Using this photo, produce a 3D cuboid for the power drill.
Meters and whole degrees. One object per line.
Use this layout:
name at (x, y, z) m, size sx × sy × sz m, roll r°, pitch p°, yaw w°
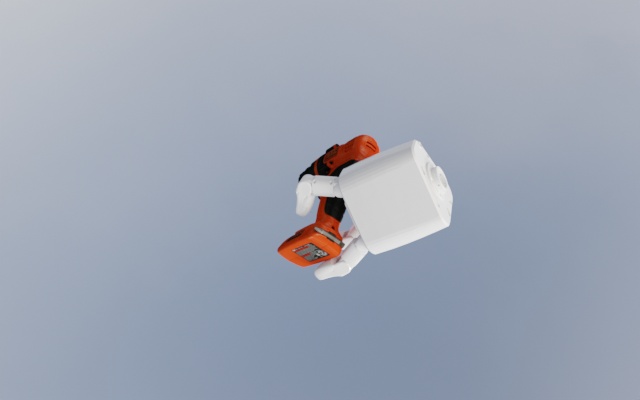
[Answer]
power drill at (0.000, 0.003, 0.713) m, size 0.057 × 0.187 × 0.184 m, roll 31°, pitch -32°, yaw -21°
